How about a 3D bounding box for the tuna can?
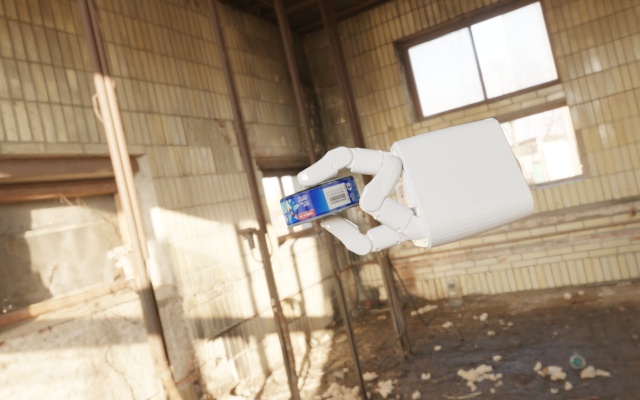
[{"bbox_3d":[0.000,0.001,0.512,0.086,0.034,0.086,-18,-1,0],"label":"tuna can"}]
